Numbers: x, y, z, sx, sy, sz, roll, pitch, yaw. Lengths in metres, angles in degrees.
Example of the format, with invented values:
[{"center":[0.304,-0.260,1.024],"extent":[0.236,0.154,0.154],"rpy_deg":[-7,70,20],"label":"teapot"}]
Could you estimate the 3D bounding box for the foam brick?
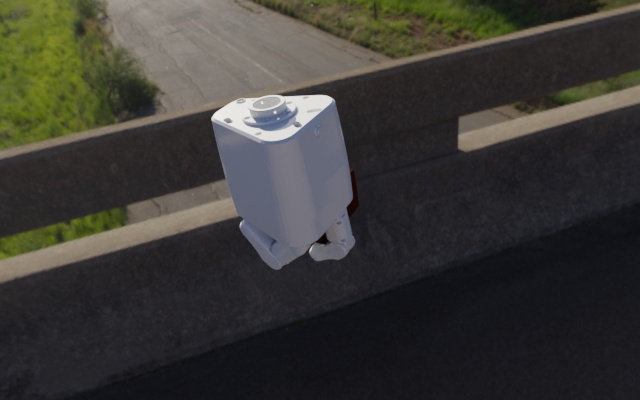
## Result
[{"center":[0.000,0.002,0.525],"extent":[0.053,0.051,0.078],"rpy_deg":[12,40,31],"label":"foam brick"}]
